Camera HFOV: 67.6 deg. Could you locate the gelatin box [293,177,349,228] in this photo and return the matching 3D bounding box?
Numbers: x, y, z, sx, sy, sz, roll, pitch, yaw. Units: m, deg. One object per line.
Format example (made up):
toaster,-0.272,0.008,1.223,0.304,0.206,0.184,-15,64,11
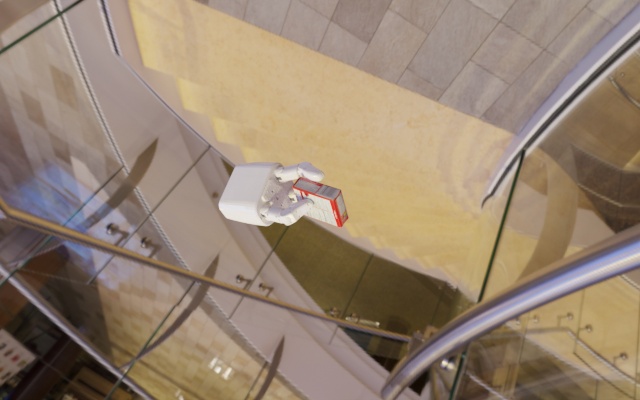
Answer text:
gelatin box,0.000,0.003,0.830,0.089,0.030,0.073,19,-34,30
